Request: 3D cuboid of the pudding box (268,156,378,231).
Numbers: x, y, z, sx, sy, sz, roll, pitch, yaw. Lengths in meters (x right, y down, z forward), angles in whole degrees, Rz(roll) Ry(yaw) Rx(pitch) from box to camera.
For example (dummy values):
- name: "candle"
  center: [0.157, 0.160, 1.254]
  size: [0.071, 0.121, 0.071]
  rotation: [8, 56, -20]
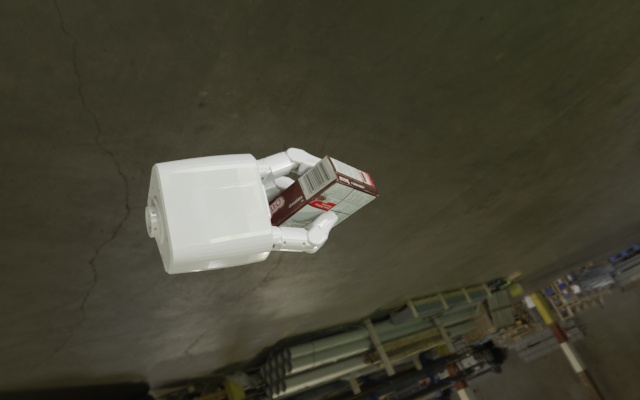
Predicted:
- name: "pudding box"
  center: [0.000, 0.002, 0.579]
  size: [0.113, 0.039, 0.090]
  rotation: [-36, -30, 27]
